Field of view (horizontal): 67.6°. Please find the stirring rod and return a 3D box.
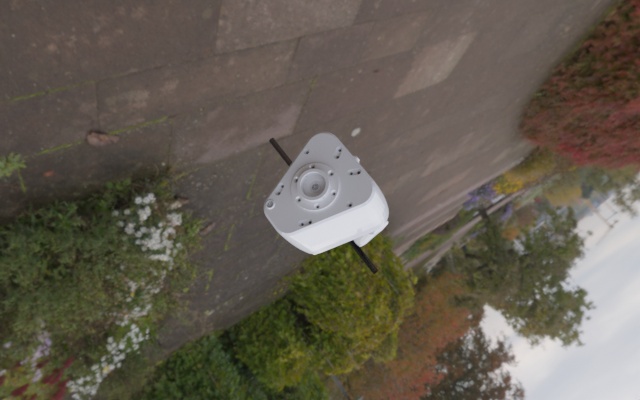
[{"bbox_3d":[0.000,0.002,0.647,0.011,0.239,0.011,-34,-19,-14],"label":"stirring rod"}]
